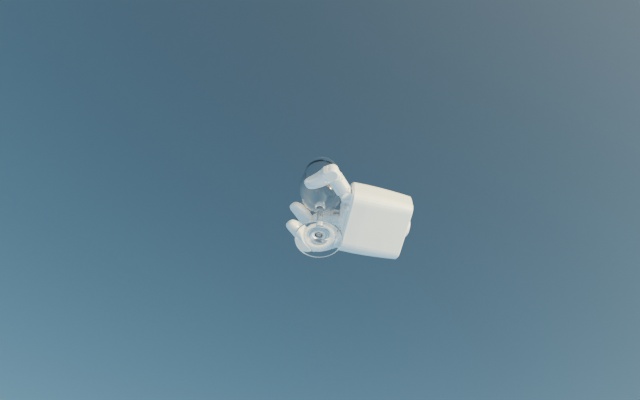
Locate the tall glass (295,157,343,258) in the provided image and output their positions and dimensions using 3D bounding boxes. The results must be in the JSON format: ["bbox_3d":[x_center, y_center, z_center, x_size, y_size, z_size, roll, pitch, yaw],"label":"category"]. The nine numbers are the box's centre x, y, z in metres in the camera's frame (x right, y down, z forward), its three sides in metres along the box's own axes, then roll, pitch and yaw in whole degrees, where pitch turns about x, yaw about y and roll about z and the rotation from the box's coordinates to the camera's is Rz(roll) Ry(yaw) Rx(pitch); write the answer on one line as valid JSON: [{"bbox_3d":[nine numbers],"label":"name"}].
[{"bbox_3d":[0.000,0.003,0.813,0.079,0.079,0.201,0,35,2],"label":"tall glass"}]
